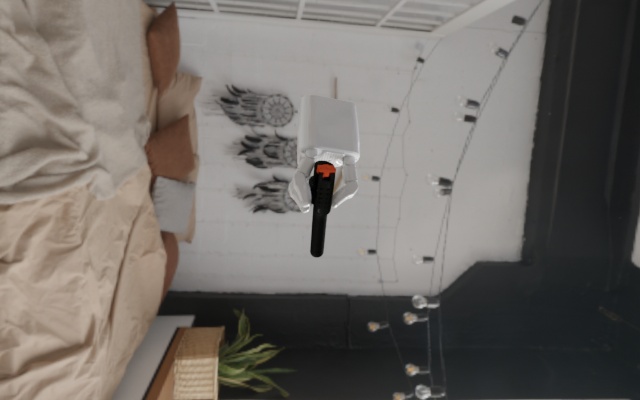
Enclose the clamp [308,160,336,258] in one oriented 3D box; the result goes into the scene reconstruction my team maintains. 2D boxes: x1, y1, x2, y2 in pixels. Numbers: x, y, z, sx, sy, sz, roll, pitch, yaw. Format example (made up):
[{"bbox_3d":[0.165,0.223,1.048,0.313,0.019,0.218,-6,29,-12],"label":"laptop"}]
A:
[{"bbox_3d":[0.001,0.002,0.825,0.036,0.164,0.210,0,-18,-6],"label":"clamp"}]
